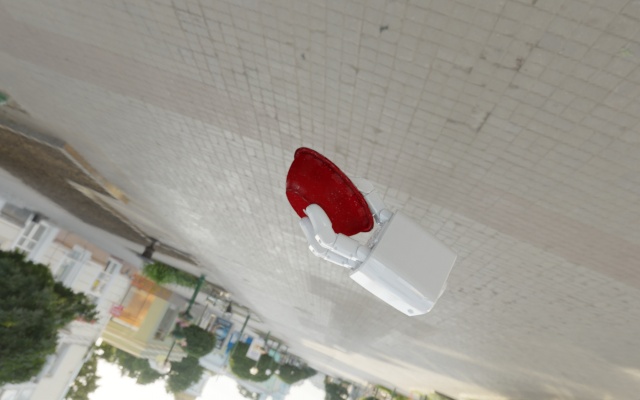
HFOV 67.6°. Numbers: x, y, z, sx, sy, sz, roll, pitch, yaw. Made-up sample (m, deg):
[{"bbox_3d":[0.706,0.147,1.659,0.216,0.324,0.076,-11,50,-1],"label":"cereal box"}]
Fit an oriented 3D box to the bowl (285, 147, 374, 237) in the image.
[{"bbox_3d":[-0.001,0.002,0.691,0.055,0.162,0.162,-42,15,-17],"label":"bowl"}]
